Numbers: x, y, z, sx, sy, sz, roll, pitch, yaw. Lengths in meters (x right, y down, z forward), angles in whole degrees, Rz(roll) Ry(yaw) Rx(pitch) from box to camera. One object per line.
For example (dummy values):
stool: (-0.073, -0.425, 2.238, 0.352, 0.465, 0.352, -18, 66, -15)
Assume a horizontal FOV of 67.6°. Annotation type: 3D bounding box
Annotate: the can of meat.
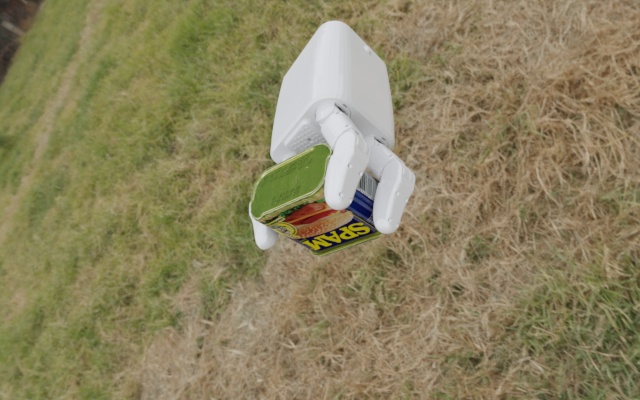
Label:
can of meat: (0.000, 0.001, 0.422, 0.102, 0.057, 0.084, -23, -41, 38)
